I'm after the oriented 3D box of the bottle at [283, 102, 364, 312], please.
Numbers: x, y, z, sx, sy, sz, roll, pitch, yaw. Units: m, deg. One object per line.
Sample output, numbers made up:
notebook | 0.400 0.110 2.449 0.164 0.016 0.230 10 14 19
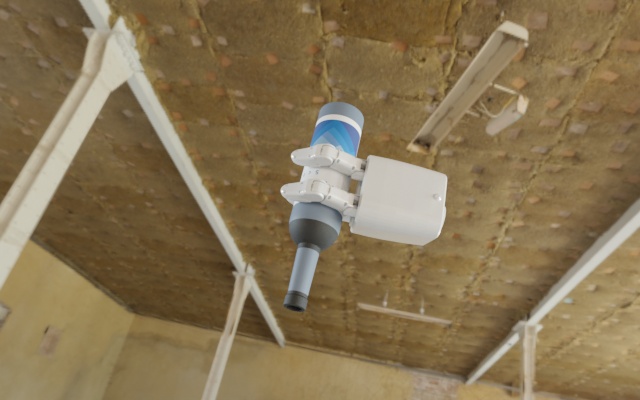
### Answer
bottle | 0.000 0.002 0.633 0.069 0.295 0.069 11 -29 6
